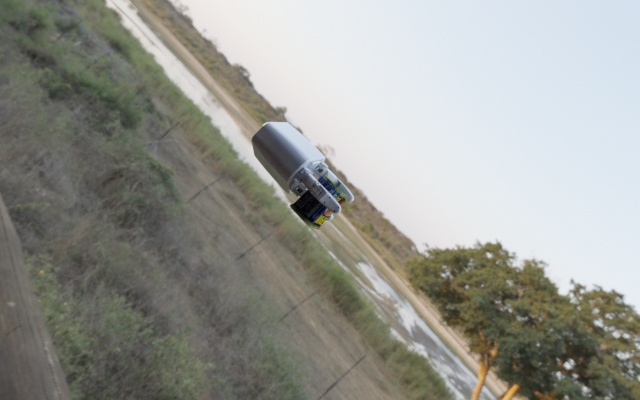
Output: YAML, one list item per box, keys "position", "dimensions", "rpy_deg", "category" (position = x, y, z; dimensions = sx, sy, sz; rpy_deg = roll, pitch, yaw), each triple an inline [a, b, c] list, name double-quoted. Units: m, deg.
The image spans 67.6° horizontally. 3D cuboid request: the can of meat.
- position: [0.000, 0.003, 0.877]
  dimensions: [0.057, 0.084, 0.102]
  rpy_deg: [46, 3, 13]
  category: "can of meat"
